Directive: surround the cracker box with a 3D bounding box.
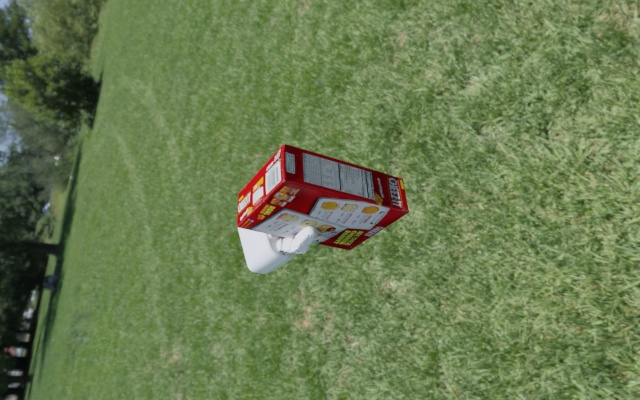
[{"bbox_3d":[0.000,0.003,0.741,0.214,0.072,0.164,13,-32,-28],"label":"cracker box"}]
